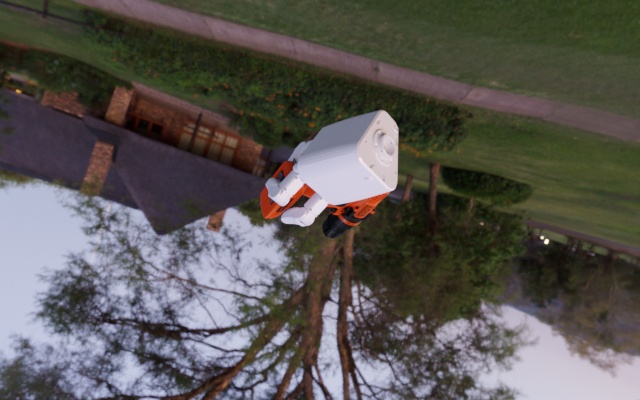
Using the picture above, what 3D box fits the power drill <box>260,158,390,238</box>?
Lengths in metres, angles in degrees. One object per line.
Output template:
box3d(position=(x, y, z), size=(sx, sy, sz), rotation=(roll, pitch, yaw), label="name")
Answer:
box3d(position=(0.000, 0.002, 0.788), size=(0.187, 0.057, 0.184), rotation=(7, -37, -31), label="power drill")
